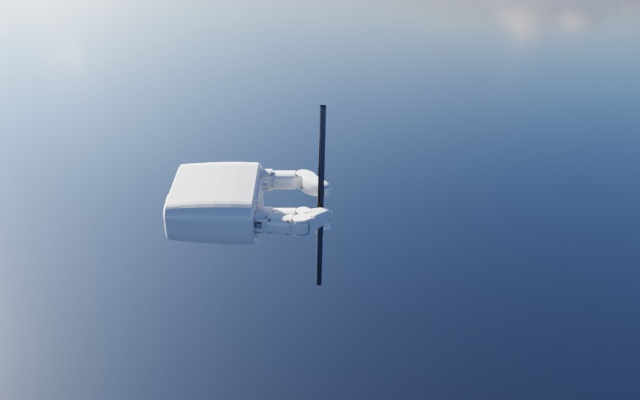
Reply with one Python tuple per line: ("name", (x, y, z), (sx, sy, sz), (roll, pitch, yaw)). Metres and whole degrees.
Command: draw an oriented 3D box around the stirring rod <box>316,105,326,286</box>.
("stirring rod", (0.000, 0.002, 0.593), (0.011, 0.240, 0.011), (1, 24, 0))
